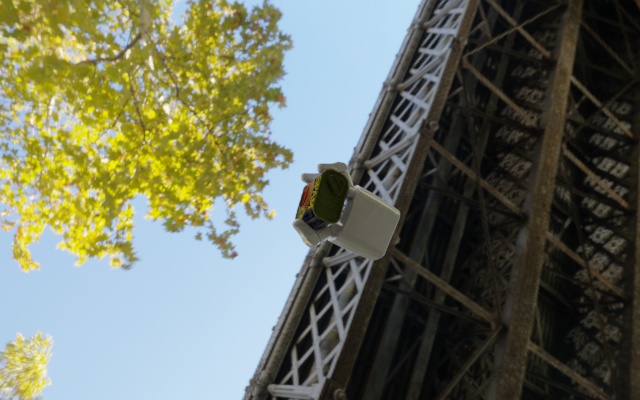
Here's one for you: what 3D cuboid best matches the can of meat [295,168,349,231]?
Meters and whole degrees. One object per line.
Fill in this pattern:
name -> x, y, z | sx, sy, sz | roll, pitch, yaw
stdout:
can of meat -> 0.000, 0.003, 0.884 | 0.057, 0.102, 0.084 | 26, -28, -20
